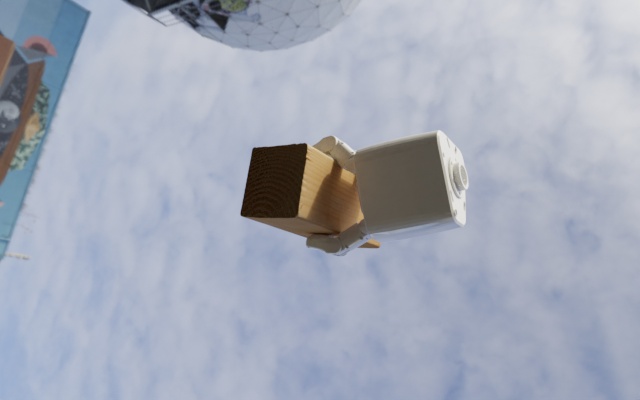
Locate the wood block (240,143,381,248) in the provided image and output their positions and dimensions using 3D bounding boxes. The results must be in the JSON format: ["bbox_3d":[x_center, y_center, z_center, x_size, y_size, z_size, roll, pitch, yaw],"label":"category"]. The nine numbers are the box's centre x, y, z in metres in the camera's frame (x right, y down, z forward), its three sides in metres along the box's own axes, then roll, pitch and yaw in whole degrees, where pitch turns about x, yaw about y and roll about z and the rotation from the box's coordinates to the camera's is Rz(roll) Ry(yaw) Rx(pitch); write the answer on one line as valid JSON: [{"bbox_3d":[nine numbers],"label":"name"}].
[{"bbox_3d":[0.000,0.002,0.642,0.090,0.090,0.206,0,-15,35],"label":"wood block"}]
